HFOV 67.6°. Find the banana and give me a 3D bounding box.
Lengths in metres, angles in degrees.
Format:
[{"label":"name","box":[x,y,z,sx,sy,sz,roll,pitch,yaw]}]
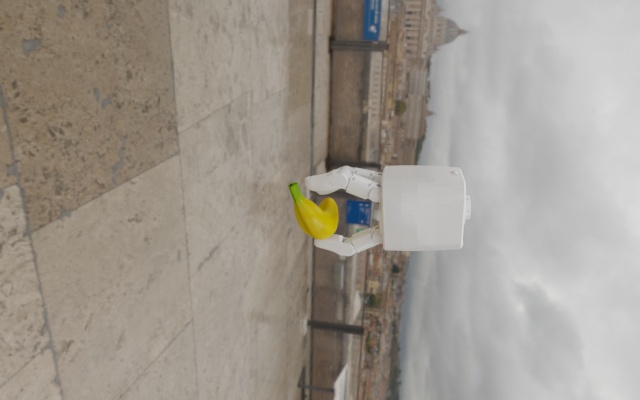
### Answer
[{"label":"banana","box":[0.001,0.020,0.661,0.037,0.069,0.198,-5,-7,12]}]
